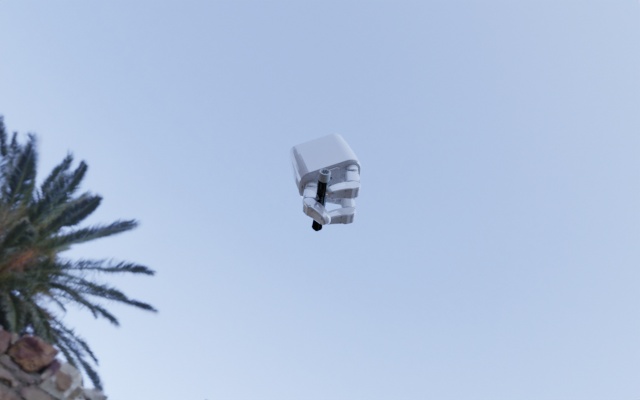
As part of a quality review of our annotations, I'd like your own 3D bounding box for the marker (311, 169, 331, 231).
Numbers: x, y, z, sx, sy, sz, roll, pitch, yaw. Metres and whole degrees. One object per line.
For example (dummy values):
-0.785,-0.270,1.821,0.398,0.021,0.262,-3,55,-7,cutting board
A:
0.000,0.003,0.789,0.020,0.121,0.020,5,36,-4,marker
